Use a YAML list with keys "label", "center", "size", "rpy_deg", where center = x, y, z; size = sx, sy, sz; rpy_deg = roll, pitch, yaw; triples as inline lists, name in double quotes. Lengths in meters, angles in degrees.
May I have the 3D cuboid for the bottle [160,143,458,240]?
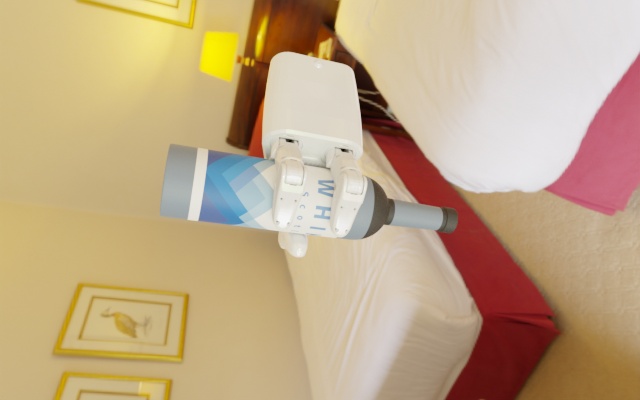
- label: "bottle"
  center: [0.000, 0.002, 0.470]
  size: [0.296, 0.069, 0.069]
  rpy_deg: [8, -2, -16]
